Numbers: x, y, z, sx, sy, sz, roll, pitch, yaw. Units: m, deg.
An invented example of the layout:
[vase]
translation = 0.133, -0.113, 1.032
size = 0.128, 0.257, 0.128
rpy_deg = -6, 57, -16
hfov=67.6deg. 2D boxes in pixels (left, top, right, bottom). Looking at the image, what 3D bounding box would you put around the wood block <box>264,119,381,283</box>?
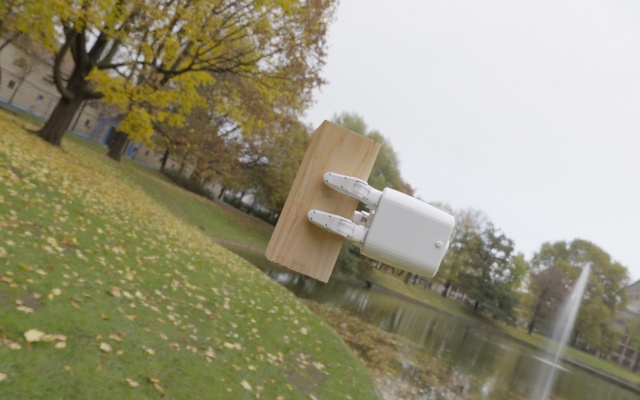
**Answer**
[wood block]
translation = 0.000, 0.002, 0.690
size = 0.090, 0.206, 0.091
rpy_deg = 23, -6, -8
